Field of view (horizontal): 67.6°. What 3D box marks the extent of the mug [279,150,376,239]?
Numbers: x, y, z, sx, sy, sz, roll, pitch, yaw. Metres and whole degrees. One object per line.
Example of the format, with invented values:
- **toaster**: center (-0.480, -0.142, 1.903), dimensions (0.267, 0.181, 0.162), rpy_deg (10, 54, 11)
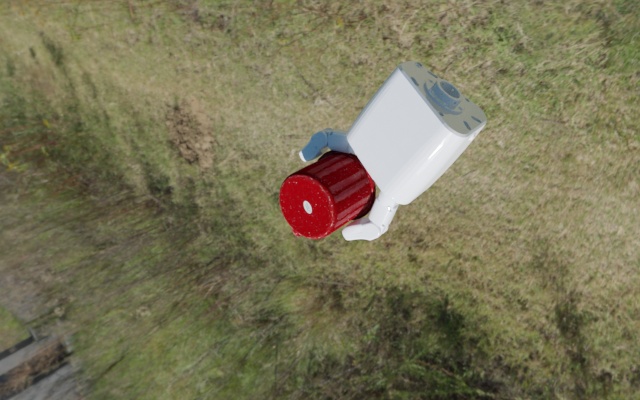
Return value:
- **mug**: center (-0.001, 0.003, 0.573), dimensions (0.081, 0.093, 0.117), rpy_deg (-30, -18, -48)
